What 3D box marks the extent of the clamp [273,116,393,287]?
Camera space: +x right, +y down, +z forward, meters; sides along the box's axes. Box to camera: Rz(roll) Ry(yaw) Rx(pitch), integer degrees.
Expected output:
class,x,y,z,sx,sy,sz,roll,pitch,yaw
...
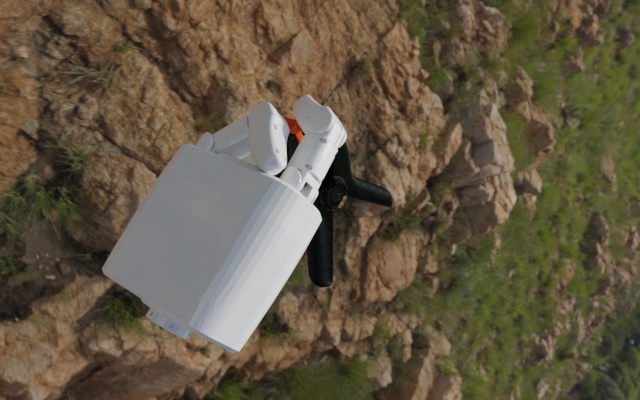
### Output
class,x,y,z,sx,sy,sz,roll,pitch,yaw
clamp,0.000,0.001,0.425,0.039,0.120,0.171,14,-23,43
